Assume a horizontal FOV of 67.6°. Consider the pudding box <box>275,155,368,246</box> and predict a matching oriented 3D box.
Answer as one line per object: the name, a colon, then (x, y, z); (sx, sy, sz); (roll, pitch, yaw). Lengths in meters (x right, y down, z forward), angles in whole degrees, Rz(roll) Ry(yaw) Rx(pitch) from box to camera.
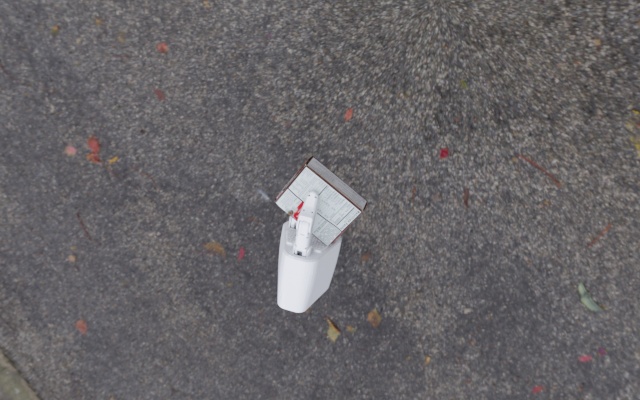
pudding box: (0.000, 0.002, 0.721); (0.113, 0.090, 0.039); (39, 30, -7)
